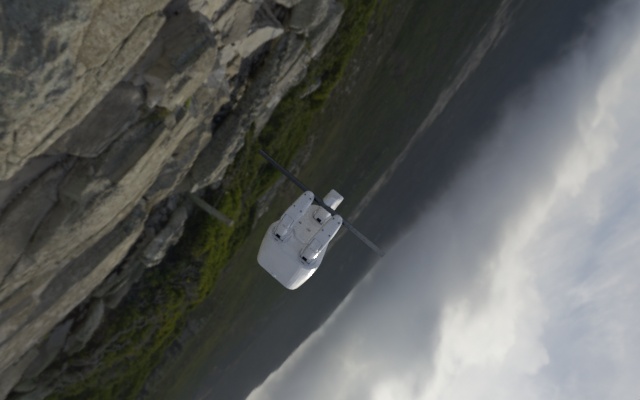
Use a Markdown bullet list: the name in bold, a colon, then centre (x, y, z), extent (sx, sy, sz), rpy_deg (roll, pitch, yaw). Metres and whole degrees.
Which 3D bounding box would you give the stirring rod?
- **stirring rod**: centre (0.000, 0.002, 0.704), extent (0.239, 0.011, 0.011), rpy_deg (40, 4, 5)
